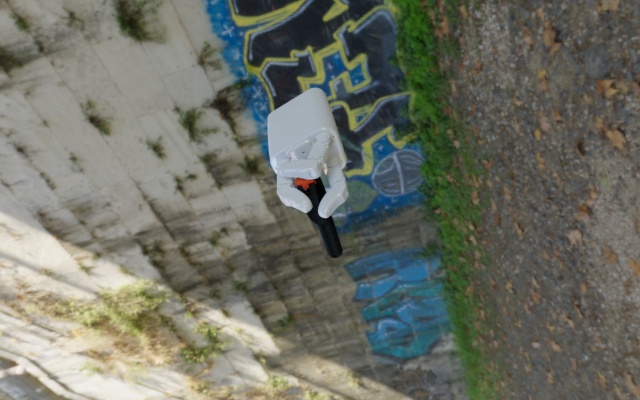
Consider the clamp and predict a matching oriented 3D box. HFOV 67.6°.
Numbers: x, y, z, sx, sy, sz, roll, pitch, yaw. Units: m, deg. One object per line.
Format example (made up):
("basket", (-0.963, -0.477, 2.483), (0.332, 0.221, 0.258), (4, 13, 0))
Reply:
("clamp", (-0.001, 0.003, 0.758), (0.039, 0.120, 0.172), (-16, -40, 6))
